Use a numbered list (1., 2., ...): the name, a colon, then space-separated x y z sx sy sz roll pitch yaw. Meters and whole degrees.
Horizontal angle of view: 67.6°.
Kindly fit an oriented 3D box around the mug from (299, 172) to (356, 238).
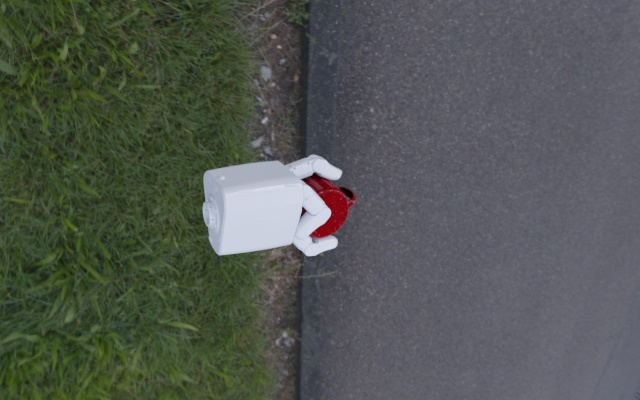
1. mug: 0.001 0.002 0.724 0.117 0.093 0.081 -9 29 -27
